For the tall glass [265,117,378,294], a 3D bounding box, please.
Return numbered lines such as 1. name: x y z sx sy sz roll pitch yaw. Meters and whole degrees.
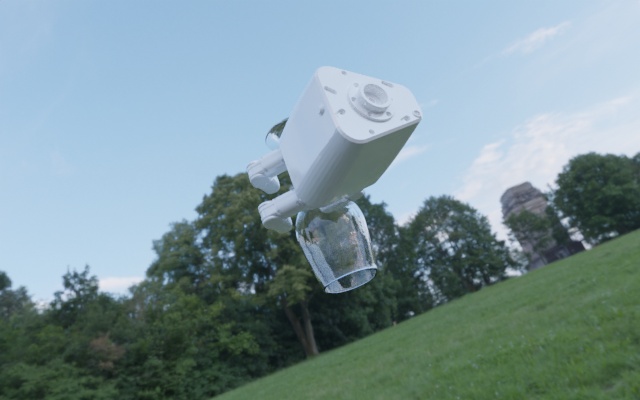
1. tall glass: 0.000 0.001 0.545 0.079 0.201 0.079 -17 -25 -8
